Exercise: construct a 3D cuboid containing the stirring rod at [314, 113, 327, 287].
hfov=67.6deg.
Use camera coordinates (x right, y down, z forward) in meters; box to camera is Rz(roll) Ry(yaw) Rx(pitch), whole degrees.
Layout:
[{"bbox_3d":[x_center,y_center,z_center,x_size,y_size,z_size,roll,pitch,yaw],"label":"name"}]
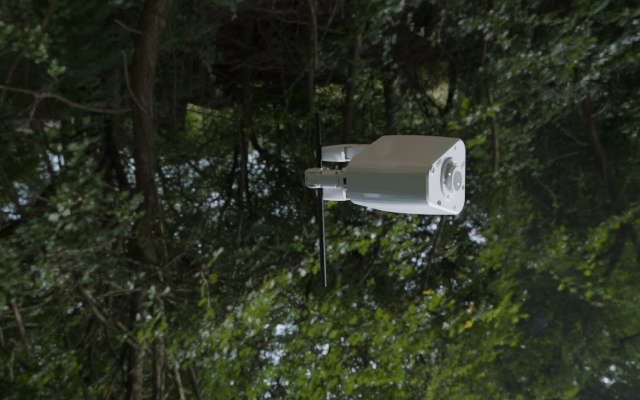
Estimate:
[{"bbox_3d":[0.000,0.002,0.656,0.011,0.239,0.011,-2,10,0],"label":"stirring rod"}]
